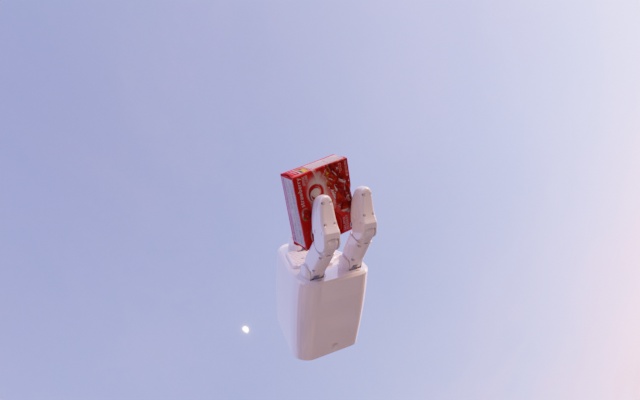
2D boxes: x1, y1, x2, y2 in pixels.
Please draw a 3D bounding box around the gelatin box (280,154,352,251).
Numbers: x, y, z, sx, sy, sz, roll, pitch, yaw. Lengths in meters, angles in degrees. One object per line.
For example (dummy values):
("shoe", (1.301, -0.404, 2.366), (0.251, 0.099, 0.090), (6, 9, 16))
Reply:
("gelatin box", (0.000, 0.001, 0.531), (0.073, 0.089, 0.030), (-22, 25, -29))
